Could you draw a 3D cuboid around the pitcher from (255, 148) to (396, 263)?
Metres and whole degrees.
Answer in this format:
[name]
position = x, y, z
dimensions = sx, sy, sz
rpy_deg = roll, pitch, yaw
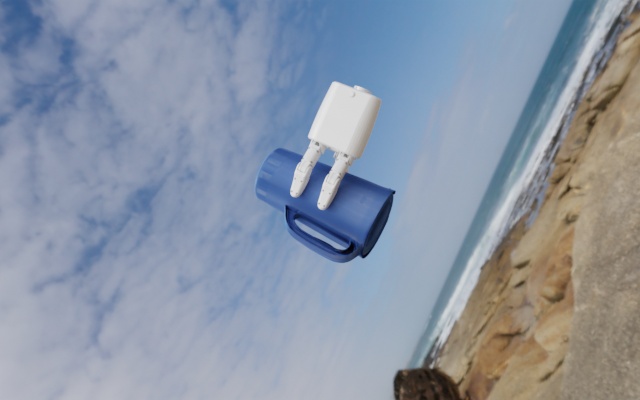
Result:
[pitcher]
position = 0.000, 0.003, 0.865
dimensions = 0.243, 0.145, 0.149
rpy_deg = 25, 9, 16
